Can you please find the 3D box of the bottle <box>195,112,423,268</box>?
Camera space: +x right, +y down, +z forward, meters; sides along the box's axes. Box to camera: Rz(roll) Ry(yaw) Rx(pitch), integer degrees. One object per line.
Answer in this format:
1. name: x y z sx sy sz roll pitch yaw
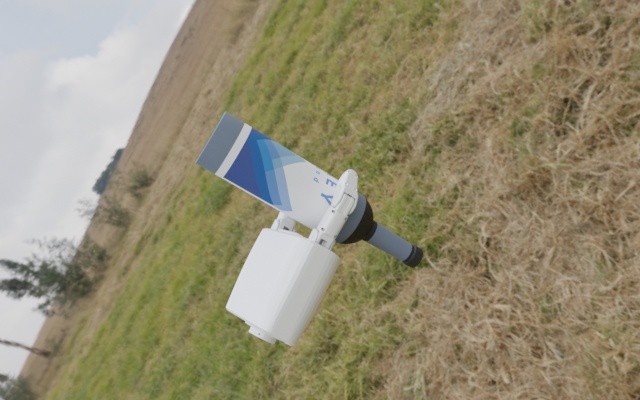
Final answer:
1. bottle: 0.000 0.002 0.568 0.296 0.069 0.069 31 -9 -16
